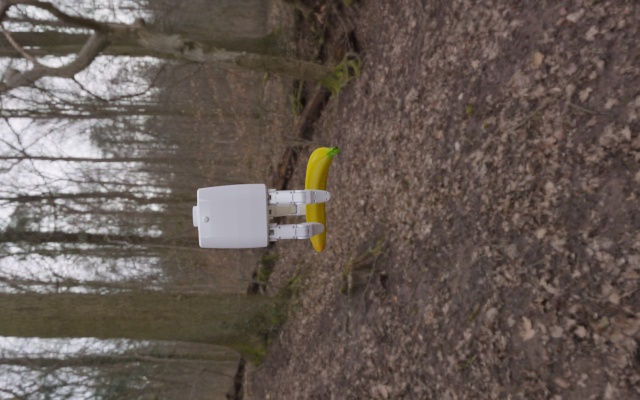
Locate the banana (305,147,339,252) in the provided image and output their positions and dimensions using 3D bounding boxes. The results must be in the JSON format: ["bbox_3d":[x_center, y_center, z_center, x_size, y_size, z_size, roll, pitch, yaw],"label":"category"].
[{"bbox_3d":[-0.004,-0.009,0.806,0.037,0.198,0.069,-3,30,-15],"label":"banana"}]
